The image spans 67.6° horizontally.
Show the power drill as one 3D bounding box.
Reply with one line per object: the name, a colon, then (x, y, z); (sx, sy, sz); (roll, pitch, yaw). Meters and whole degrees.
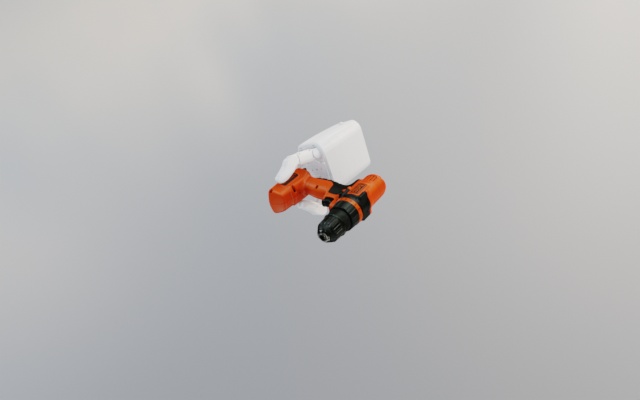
power drill: (0.000, 0.003, 0.854); (0.187, 0.057, 0.184); (13, 36, 34)
